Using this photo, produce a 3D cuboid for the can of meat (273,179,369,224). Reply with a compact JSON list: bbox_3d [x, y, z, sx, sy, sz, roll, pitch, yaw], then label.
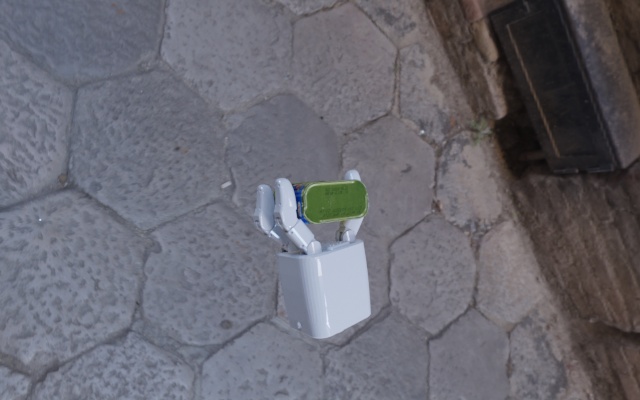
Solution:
[{"bbox_3d":[0.000,0.002,0.626,0.102,0.057,0.084,-6,2,-30],"label":"can of meat"}]
